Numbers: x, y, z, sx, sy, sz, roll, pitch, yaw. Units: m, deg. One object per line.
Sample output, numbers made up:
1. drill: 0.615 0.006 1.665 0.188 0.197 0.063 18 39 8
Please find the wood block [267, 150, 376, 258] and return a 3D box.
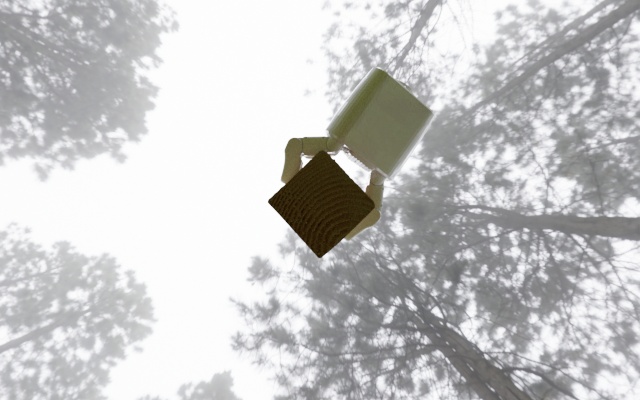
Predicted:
1. wood block: 0.001 0.002 0.631 0.090 0.091 0.206 -43 1 1
